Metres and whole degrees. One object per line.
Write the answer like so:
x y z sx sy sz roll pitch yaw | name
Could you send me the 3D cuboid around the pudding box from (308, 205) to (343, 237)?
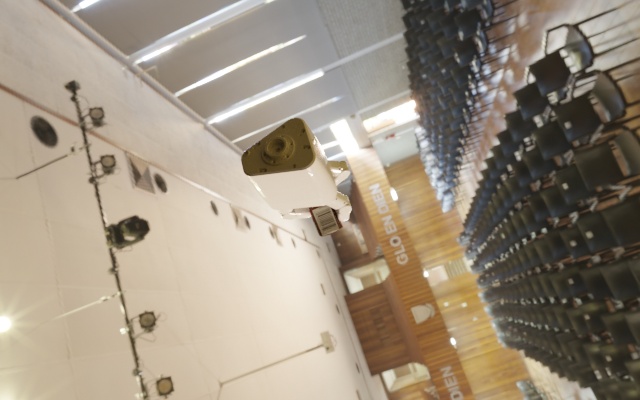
0.000 0.003 0.811 0.039 0.113 0.090 -20 -2 6 | pudding box
